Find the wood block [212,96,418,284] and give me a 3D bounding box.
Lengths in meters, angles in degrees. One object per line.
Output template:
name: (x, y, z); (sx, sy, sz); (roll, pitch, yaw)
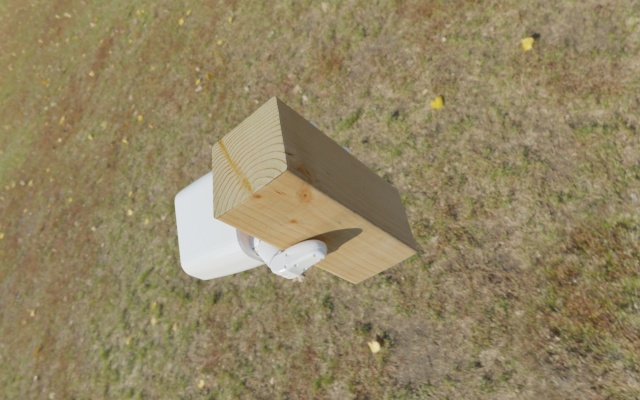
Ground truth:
wood block: (0.000, 0.002, 0.484); (0.090, 0.090, 0.206); (-32, -41, 27)
